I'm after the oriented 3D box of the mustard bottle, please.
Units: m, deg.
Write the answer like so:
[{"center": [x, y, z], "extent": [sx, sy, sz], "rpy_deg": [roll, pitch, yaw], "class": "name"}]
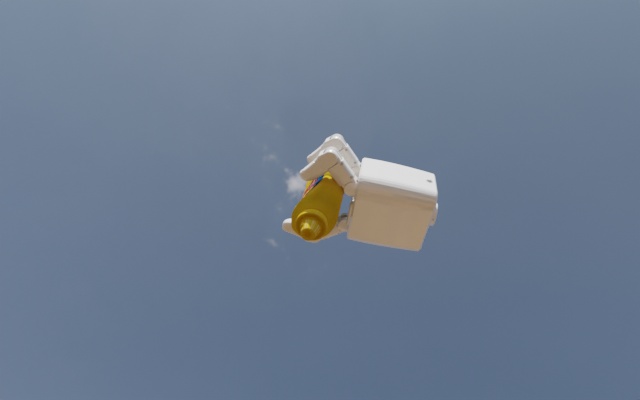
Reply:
[{"center": [0.000, 0.002, 0.669], "extent": [0.058, 0.096, 0.191], "rpy_deg": [34, 26, -7], "class": "mustard bottle"}]
